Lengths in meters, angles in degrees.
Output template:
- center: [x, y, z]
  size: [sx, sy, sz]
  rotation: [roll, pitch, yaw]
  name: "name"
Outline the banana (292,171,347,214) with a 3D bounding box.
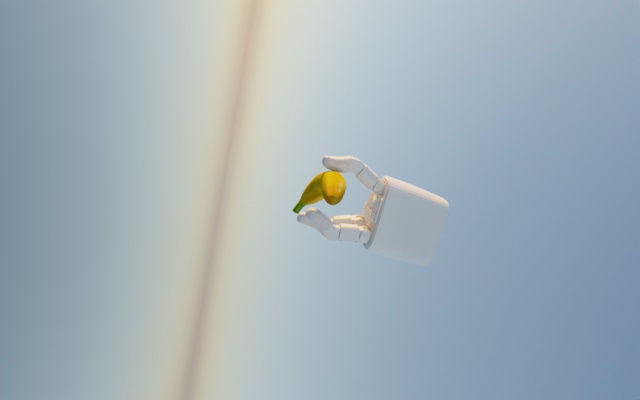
- center: [0.007, -0.014, 0.717]
  size: [0.037, 0.069, 0.198]
  rotation: [27, -13, -11]
  name: "banana"
